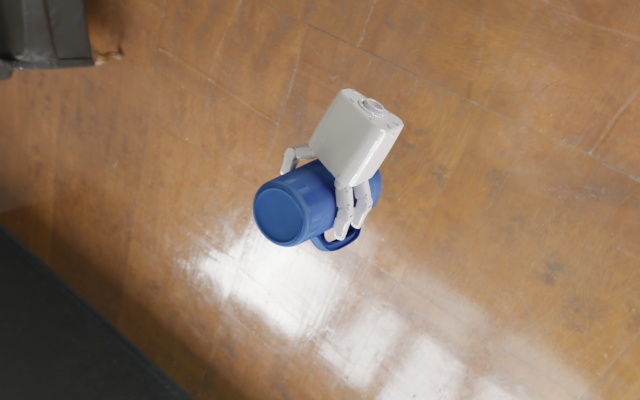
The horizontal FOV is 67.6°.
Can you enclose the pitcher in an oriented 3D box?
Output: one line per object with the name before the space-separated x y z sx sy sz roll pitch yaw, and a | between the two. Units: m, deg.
pitcher | 0.000 0.003 0.819 0.149 0.145 0.242 41 33 15
